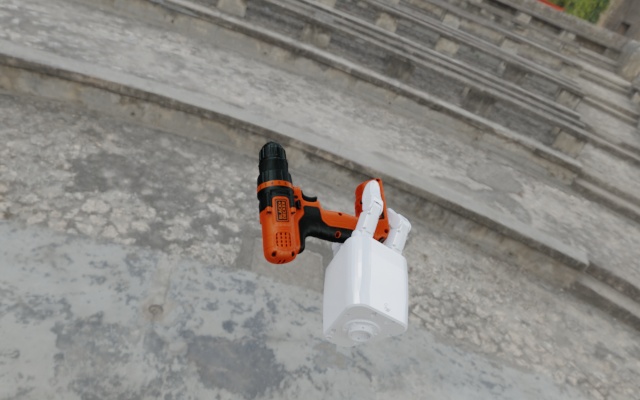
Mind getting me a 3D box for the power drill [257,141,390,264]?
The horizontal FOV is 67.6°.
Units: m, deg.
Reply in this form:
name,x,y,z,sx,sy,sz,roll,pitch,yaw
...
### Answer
name,x,y,z,sx,sy,sz,roll,pitch,yaw
power drill,0.001,0.003,0.697,0.187,0.184,0.057,2,-23,-18
